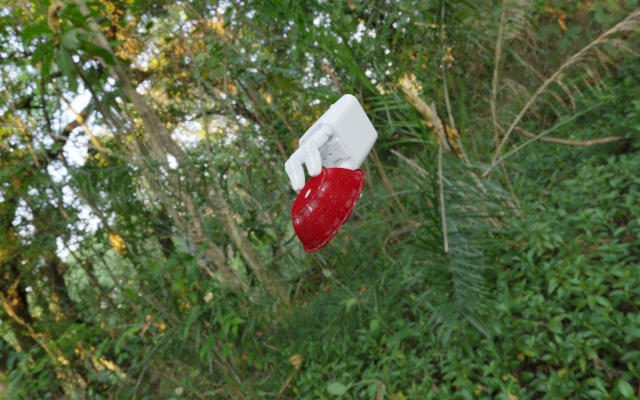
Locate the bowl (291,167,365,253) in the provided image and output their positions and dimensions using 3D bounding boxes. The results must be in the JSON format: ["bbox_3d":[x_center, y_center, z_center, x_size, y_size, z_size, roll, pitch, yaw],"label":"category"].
[{"bbox_3d":[0.000,0.003,0.767,0.055,0.162,0.162,34,-11,-16],"label":"bowl"}]
